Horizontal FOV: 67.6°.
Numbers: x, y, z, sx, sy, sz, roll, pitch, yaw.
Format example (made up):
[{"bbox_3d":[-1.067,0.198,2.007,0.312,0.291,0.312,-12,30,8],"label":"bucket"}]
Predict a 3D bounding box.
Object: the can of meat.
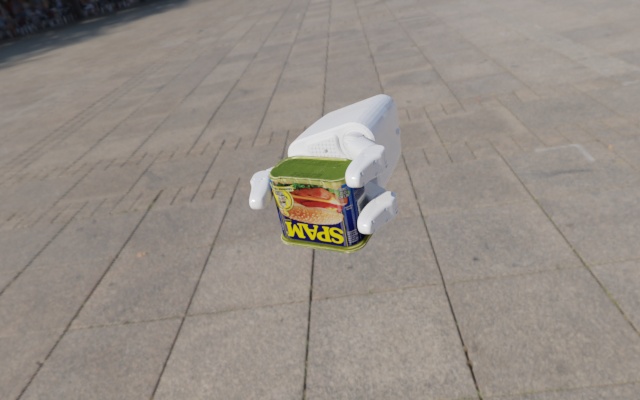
[{"bbox_3d":[0.000,0.001,0.507,0.102,0.084,0.057,6,33,28],"label":"can of meat"}]
